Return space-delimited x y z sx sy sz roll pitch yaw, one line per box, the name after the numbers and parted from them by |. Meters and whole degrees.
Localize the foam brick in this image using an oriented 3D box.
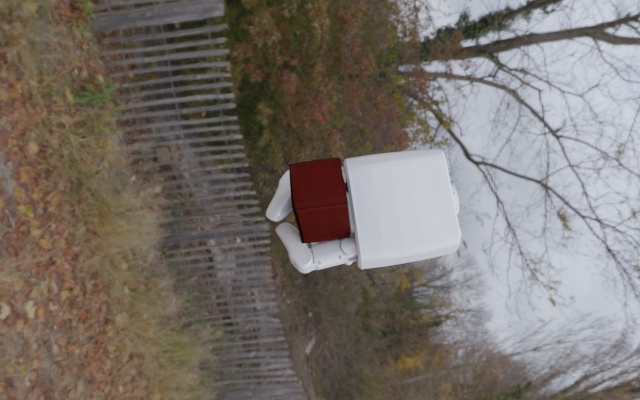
0.000 0.002 0.475 0.051 0.053 0.078 -8 -29 1 | foam brick
